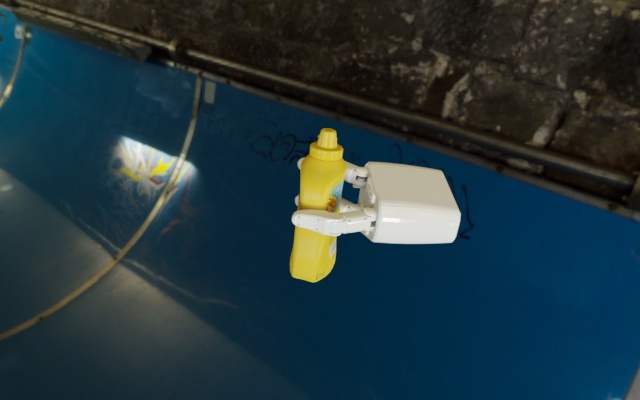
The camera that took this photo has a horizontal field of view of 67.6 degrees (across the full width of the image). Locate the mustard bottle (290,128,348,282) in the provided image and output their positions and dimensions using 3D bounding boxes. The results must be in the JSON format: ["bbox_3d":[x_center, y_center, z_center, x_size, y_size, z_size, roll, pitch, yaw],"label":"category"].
[{"bbox_3d":[0.000,0.002,0.616,0.058,0.192,0.096,13,24,13],"label":"mustard bottle"}]
